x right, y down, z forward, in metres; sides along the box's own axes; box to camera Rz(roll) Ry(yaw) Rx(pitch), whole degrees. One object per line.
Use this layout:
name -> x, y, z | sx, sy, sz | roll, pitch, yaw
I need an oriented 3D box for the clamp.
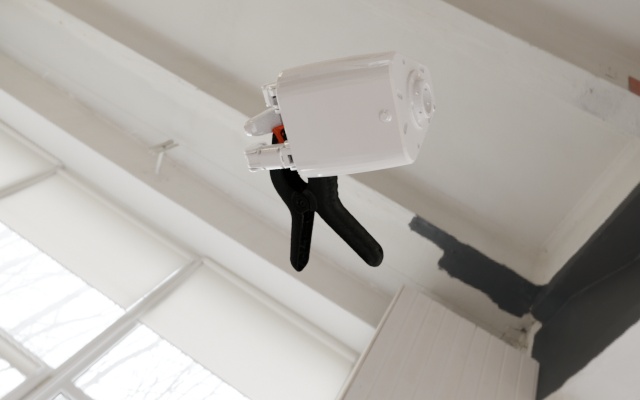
clamp -> 0.000, 0.001, 0.497 | 0.120, 0.171, 0.039 | -3, 23, 31
